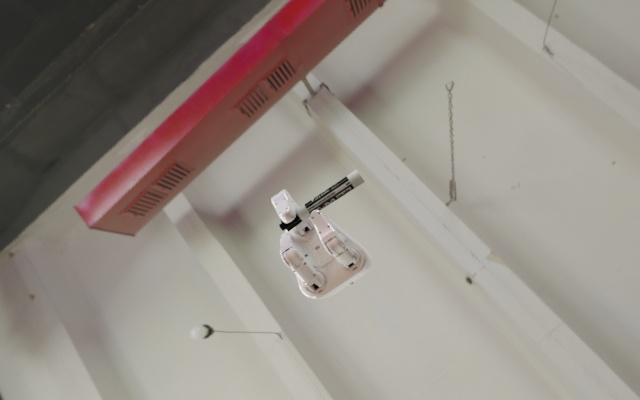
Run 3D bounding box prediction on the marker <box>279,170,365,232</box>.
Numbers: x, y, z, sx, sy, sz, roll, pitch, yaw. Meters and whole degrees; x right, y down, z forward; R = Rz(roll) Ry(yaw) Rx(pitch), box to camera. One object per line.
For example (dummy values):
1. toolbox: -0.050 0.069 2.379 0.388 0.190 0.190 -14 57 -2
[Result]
1. marker: 0.000 0.002 0.601 0.121 0.020 0.020 -33 -4 5
